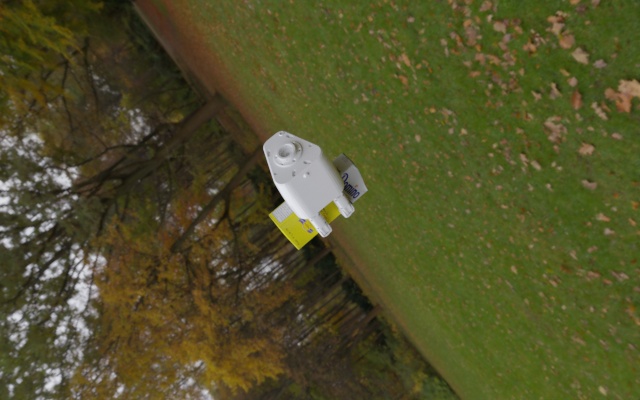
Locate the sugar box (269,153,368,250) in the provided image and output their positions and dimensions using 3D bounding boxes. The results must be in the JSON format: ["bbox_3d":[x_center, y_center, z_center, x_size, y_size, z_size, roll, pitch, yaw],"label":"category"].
[{"bbox_3d":[0.000,0.003,0.877,0.048,0.176,0.093,48,-4,38],"label":"sugar box"}]
